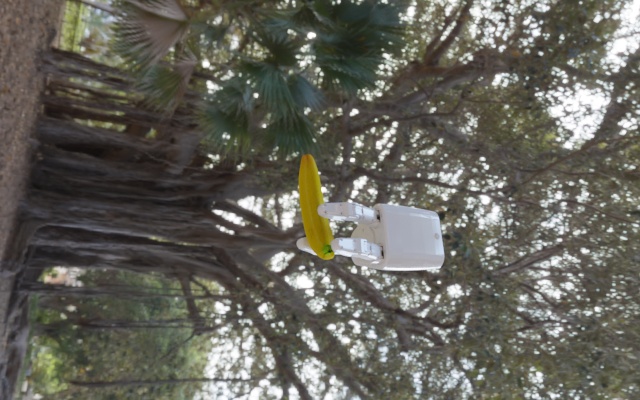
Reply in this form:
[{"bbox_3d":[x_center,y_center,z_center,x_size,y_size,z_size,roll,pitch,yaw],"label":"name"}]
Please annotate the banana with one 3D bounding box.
[{"bbox_3d":[-0.005,0.018,0.717,0.037,0.197,0.070,3,-45,-21],"label":"banana"}]
